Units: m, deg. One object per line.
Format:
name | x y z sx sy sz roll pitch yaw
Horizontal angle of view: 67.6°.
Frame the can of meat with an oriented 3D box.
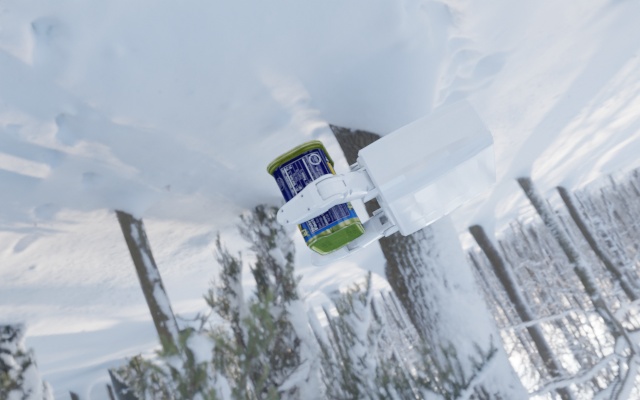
can of meat | 0.000 0.002 0.456 0.057 0.084 0.102 -28 -15 4
